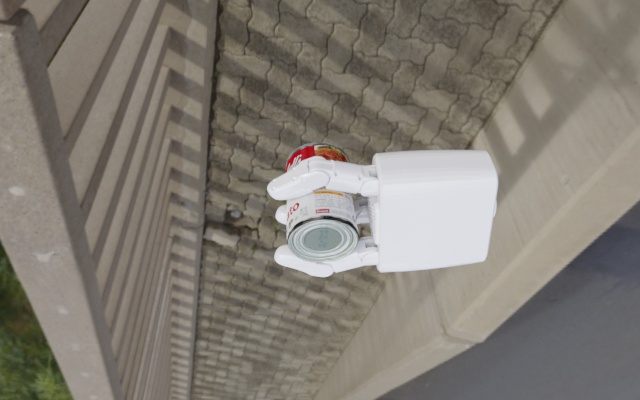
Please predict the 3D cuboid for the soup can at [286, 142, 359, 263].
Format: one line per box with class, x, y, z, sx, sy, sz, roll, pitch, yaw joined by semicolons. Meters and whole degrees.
soup can;0.000;0.002;0.468;0.068;0.102;0.069;-2;-43;-2
